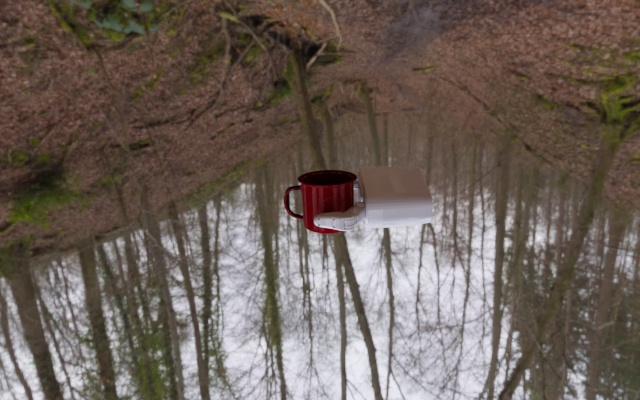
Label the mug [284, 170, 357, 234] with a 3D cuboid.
[{"bbox_3d":[-0.001,0.003,0.757,0.117,0.081,0.093,-3,18,-1],"label":"mug"}]
